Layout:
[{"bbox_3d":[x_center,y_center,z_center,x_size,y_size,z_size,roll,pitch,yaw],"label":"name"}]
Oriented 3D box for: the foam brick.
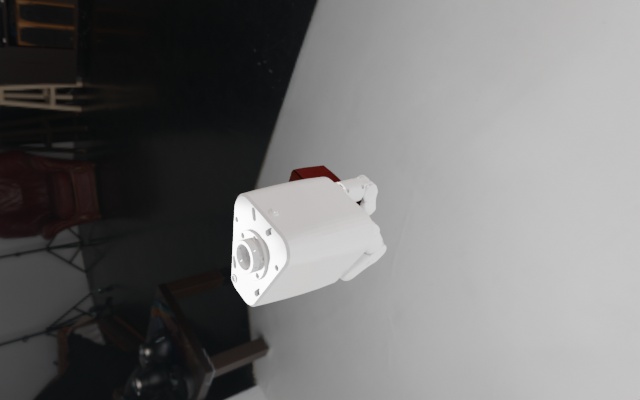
[{"bbox_3d":[0.000,0.002,0.565,0.051,0.053,0.078,-12,43,-40],"label":"foam brick"}]
